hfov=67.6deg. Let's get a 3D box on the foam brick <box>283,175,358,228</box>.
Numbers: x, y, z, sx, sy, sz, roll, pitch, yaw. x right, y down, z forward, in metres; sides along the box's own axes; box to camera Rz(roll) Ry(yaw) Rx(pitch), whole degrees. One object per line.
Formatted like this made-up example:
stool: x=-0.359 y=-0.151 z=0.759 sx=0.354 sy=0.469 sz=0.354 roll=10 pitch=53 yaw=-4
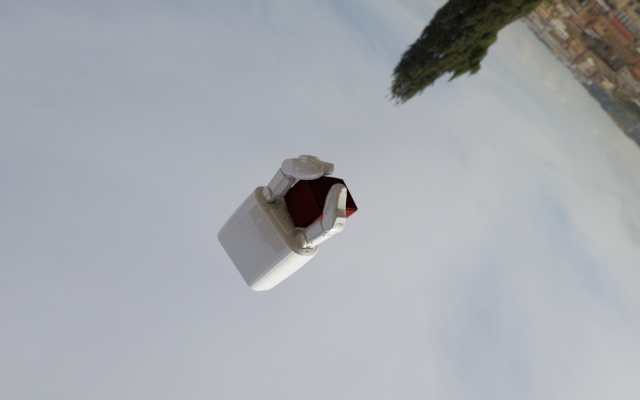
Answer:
foam brick: x=0.000 y=0.002 z=0.639 sx=0.078 sy=0.053 sz=0.051 roll=6 pitch=-37 yaw=-48
